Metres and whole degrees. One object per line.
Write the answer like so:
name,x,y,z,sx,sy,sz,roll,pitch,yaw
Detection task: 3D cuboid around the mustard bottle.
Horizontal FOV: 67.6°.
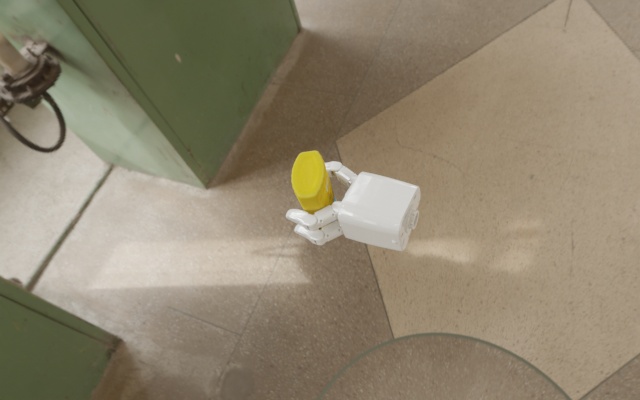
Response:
mustard bottle,0.000,0.003,0.857,0.058,0.096,0.192,-8,-33,10
